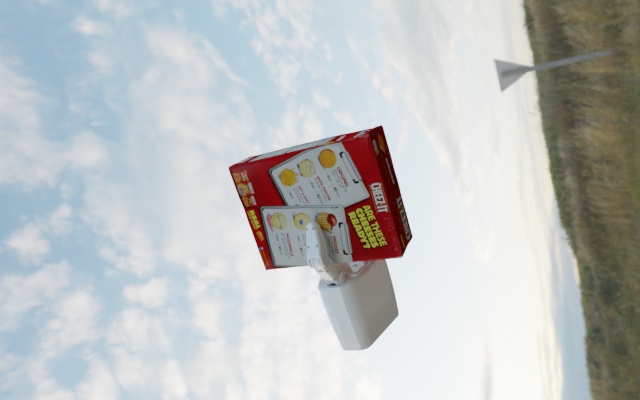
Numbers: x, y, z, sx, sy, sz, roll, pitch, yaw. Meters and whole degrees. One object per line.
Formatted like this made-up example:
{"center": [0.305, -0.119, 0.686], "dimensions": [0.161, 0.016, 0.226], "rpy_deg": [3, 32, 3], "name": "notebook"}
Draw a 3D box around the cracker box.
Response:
{"center": [0.000, 0.002, 0.654], "dimensions": [0.214, 0.164, 0.072], "rpy_deg": [-10, 17, 27], "name": "cracker box"}
